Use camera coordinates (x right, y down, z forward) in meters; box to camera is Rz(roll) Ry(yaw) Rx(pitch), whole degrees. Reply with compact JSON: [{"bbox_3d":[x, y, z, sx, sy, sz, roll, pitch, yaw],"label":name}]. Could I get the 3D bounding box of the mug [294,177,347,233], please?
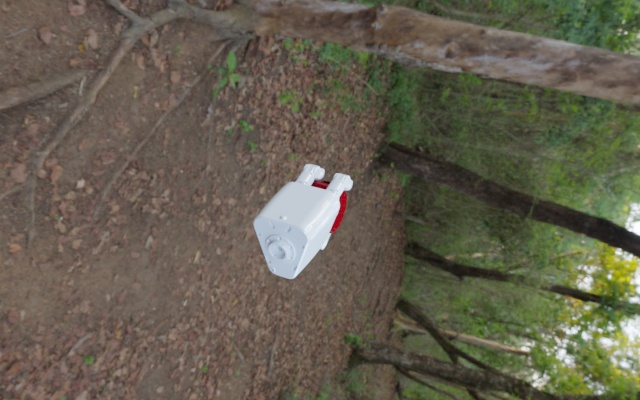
[{"bbox_3d":[0.001,0.002,0.843,0.081,0.093,0.117,16,37,19],"label":"mug"}]
